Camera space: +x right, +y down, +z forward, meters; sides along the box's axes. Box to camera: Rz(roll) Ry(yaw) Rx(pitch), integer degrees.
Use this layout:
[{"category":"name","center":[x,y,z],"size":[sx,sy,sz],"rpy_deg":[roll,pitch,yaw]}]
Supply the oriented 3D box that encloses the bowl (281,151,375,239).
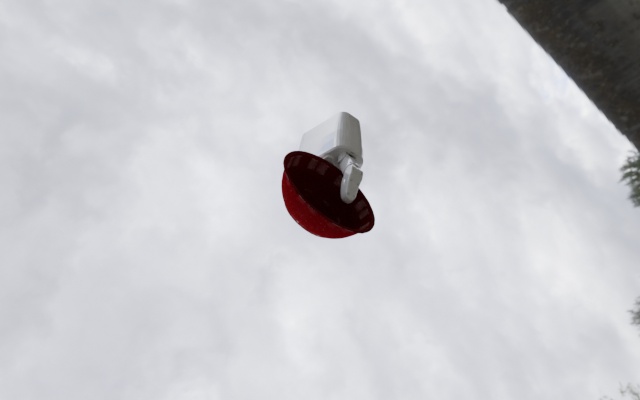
[{"category":"bowl","center":[0.000,0.003,0.689],"size":[0.162,0.162,0.055],"rpy_deg":[0,-43,-54]}]
